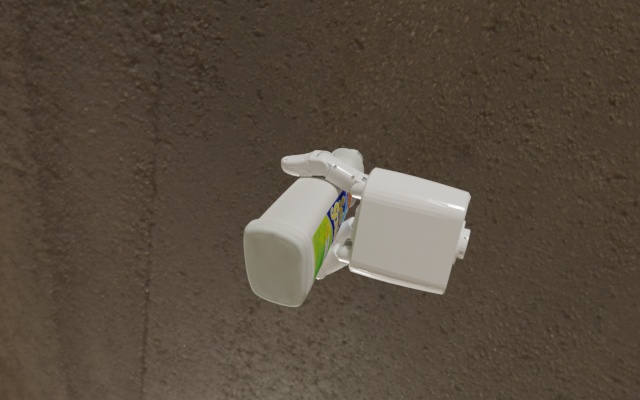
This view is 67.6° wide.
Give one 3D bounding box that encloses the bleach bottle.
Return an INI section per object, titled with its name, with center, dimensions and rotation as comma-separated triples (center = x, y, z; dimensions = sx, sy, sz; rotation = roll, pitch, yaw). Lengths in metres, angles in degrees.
[bleach bottle]
center = 0.000, 0.002, 0.553
dimensions = 0.068, 0.103, 0.250
rotation = 14, 37, 16
